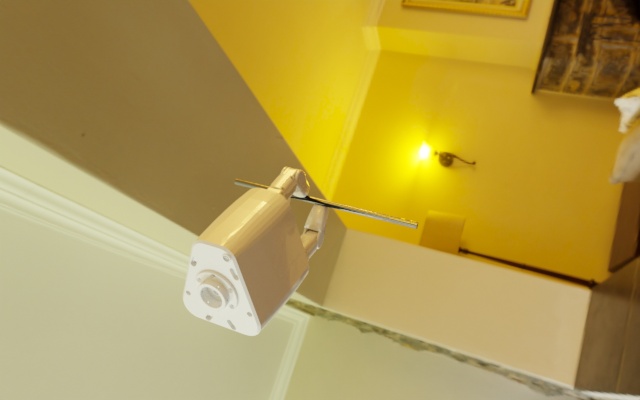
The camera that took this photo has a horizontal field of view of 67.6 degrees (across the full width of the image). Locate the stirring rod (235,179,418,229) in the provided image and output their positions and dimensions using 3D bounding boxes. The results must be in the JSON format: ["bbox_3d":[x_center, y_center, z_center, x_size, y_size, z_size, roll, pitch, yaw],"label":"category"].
[{"bbox_3d":[0.000,0.002,0.583,0.239,0.011,0.011,14,5,20],"label":"stirring rod"}]
